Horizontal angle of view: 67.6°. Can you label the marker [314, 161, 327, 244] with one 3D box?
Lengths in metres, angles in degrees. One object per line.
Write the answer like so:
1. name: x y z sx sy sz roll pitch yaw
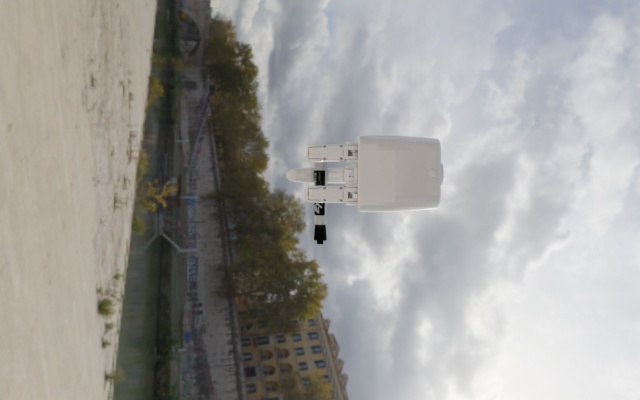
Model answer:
1. marker: 0.000 0.002 0.683 0.020 0.121 0.020 1 2 0
